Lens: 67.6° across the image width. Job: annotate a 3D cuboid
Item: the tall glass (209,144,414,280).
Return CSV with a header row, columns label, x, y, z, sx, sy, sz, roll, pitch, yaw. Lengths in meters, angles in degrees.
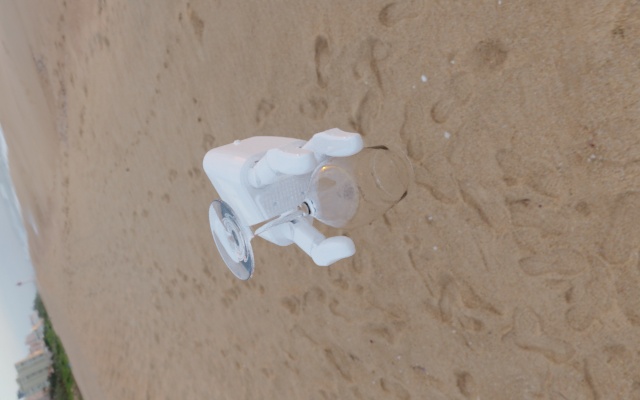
label,x,y,z,sx,sy,sz,roll,pitch,yaw
tall glass,0.000,0.002,0.460,0.201,0.079,0.079,-22,12,-32
